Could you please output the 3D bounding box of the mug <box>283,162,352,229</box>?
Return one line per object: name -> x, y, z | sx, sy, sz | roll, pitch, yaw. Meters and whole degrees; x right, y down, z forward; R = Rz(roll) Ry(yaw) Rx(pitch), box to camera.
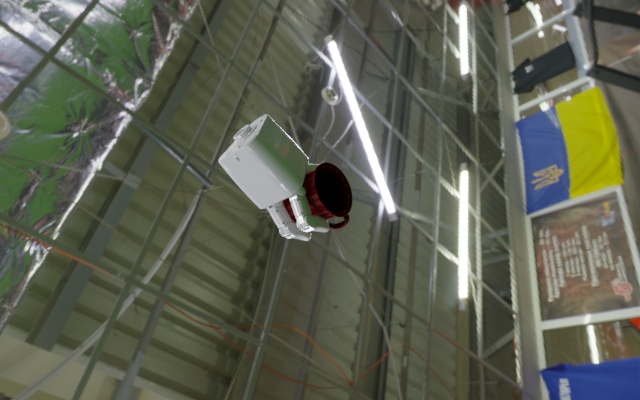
mug -> 0.001, 0.004, 0.798 | 0.081, 0.117, 0.093 | -23, 28, 38
